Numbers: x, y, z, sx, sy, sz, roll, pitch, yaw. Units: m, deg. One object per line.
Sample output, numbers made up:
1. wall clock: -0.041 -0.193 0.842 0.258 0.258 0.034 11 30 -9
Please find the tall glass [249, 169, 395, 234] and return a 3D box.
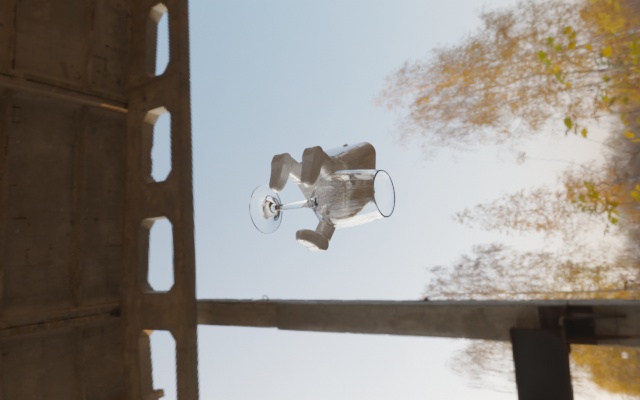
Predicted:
1. tall glass: -0.001 0.002 0.662 0.201 0.079 0.079 -8 -4 34
